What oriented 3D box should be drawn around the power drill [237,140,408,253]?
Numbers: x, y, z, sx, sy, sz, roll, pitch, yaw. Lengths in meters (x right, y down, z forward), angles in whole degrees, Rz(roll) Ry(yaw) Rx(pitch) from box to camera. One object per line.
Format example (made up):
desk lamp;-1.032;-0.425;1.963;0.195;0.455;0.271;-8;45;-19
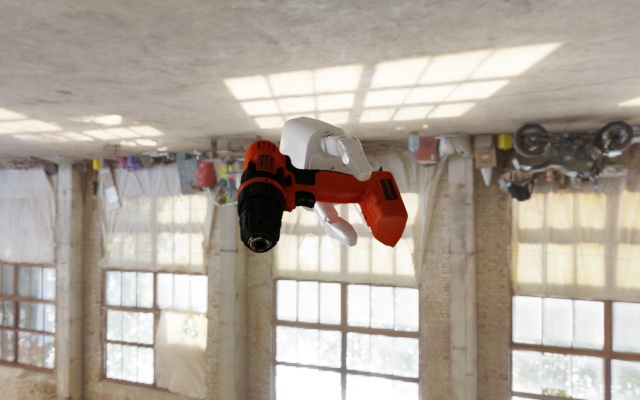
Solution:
power drill;0.000;0.002;0.542;0.187;0.057;0.184;11;35;-13
